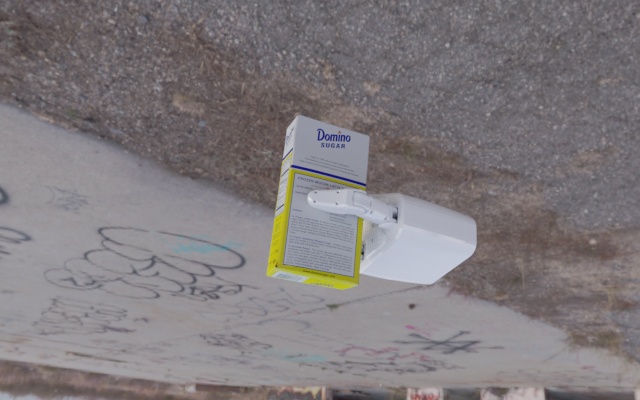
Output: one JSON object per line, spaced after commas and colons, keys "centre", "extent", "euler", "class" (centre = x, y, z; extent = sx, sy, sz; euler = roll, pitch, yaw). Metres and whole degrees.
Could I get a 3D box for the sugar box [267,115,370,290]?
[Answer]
{"centre": [0.000, 0.002, 0.526], "extent": [0.093, 0.176, 0.048], "euler": [14, -24, -19], "class": "sugar box"}
